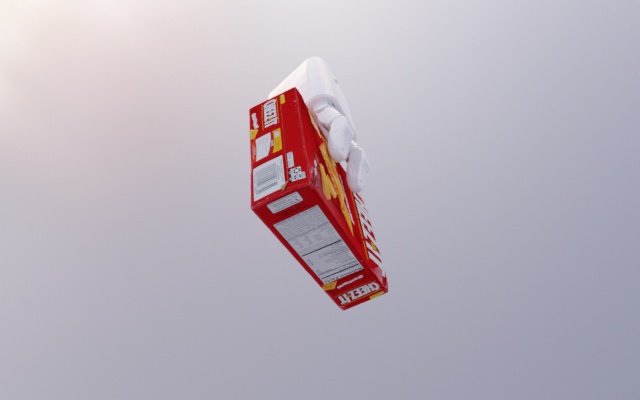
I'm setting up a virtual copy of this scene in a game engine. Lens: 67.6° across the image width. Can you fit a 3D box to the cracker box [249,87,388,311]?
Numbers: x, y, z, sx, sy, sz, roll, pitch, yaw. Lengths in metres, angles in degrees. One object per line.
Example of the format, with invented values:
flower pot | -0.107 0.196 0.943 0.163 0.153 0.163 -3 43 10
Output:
cracker box | 0.000 0.002 0.556 0.072 0.164 0.214 -23 -46 14
